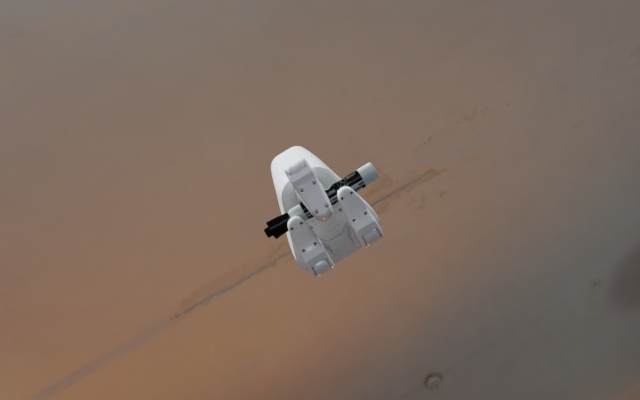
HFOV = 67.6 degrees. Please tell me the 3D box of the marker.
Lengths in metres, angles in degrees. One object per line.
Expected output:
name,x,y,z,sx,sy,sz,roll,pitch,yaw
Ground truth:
marker,0.000,0.002,0.459,0.121,0.020,0.020,-30,1,-2
